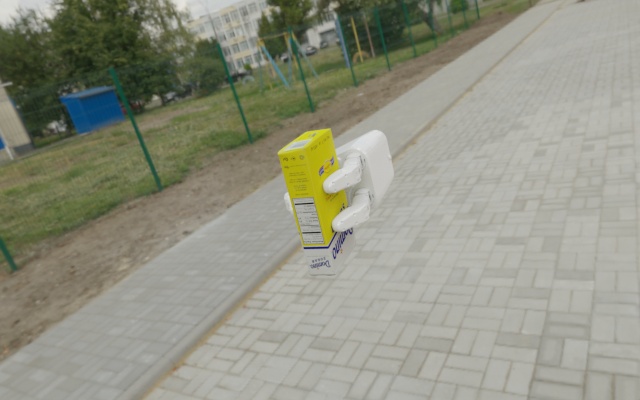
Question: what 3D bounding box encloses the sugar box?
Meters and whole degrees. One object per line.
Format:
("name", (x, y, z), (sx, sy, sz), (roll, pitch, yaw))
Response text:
("sugar box", (0.001, 0.002, 0.640), (0.048, 0.176, 0.093), (-7, 21, 27))
